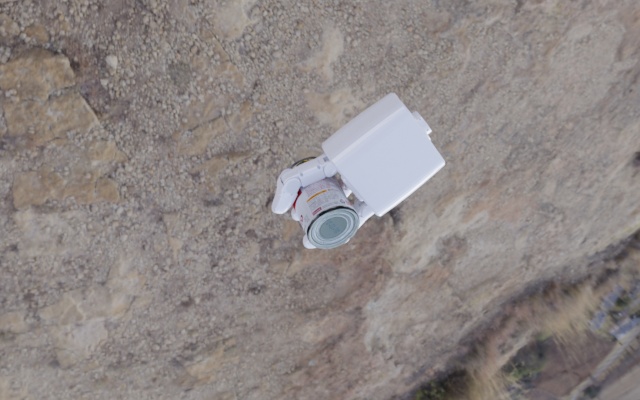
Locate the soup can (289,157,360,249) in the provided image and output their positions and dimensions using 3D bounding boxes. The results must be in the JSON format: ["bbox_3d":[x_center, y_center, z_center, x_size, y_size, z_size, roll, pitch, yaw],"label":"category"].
[{"bbox_3d":[0.000,0.002,0.594,0.068,0.068,0.102,0,40,-25],"label":"soup can"}]
